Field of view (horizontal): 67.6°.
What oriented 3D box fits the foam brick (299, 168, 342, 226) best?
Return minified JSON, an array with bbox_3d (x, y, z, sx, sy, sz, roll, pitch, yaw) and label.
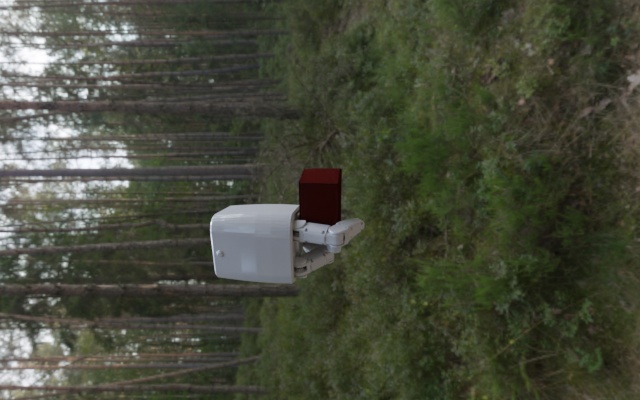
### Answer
[{"bbox_3d":[0.000,0.002,0.627,0.051,0.078,0.053,3,25,6],"label":"foam brick"}]
